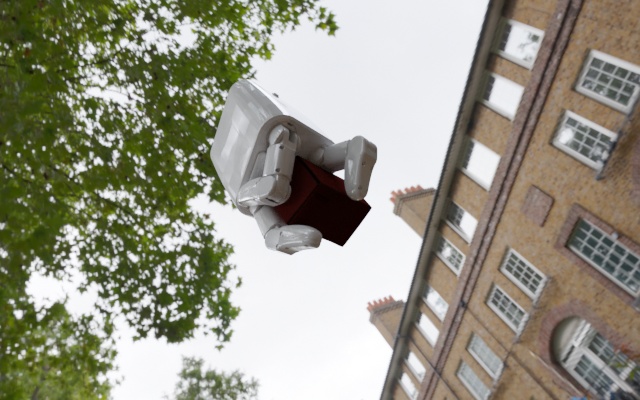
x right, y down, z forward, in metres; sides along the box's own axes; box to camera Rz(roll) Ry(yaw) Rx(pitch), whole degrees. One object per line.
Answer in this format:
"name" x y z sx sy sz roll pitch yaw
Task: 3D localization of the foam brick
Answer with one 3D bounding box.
"foam brick" 0.000 0.002 0.463 0.078 0.053 0.051 26 17 -42
